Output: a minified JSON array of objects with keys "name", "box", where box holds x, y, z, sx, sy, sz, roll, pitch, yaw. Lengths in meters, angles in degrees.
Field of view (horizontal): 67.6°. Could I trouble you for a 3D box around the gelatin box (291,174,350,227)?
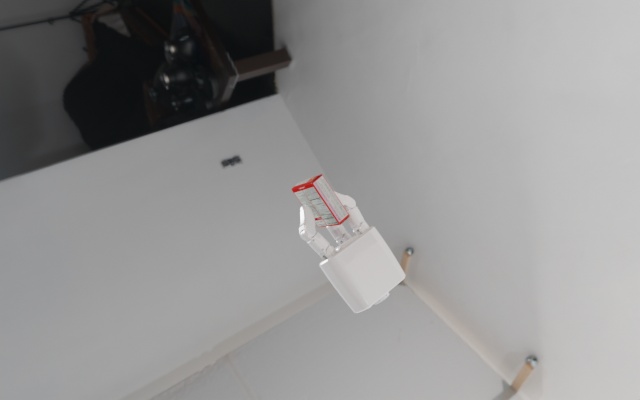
[{"name":"gelatin box","box":[0.000,0.003,0.817,0.030,0.089,0.073,-42,14,-28]}]
